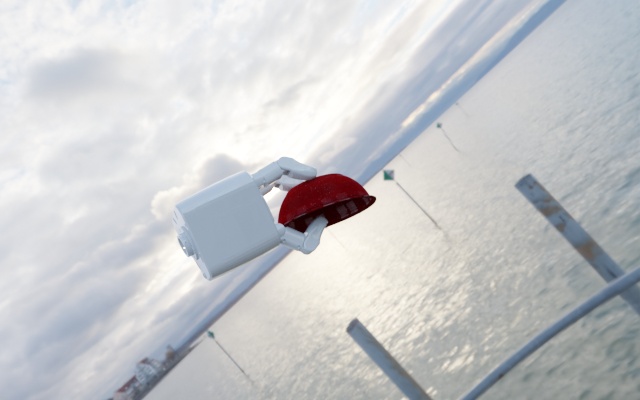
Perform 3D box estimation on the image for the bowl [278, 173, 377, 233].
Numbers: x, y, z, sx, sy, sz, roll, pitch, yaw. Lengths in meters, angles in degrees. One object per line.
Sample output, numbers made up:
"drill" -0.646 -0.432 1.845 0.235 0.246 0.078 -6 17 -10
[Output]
"bowl" 0.001 0.002 0.721 0.162 0.055 0.162 -18 -13 -4
